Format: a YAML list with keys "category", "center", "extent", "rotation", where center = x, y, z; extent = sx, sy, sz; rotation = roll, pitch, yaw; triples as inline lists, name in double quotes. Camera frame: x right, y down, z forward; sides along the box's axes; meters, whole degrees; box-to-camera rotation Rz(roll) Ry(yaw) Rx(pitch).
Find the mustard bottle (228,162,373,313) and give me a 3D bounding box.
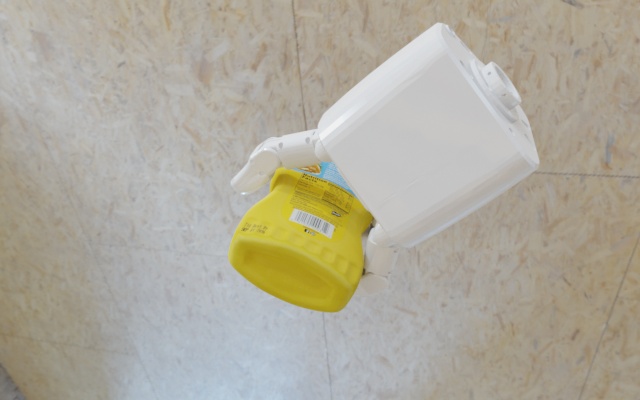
- category: "mustard bottle"
  center: [0.000, 0.002, 0.410]
  extent: [0.096, 0.058, 0.191]
  rotation: [23, 37, 0]
